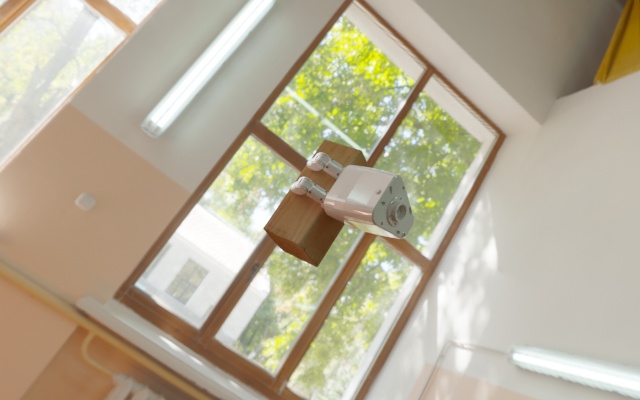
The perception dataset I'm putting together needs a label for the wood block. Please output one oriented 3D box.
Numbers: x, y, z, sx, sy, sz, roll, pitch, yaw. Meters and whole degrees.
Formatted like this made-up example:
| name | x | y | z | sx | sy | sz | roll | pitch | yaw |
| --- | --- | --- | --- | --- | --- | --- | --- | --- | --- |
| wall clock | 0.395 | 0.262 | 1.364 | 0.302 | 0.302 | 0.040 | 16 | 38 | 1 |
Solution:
| name | x | y | z | sx | sy | sz | roll | pitch | yaw |
| --- | --- | --- | --- | --- | --- | --- | --- | --- | --- |
| wood block | 0.001 | 0.003 | 0.871 | 0.090 | 0.206 | 0.091 | 21 | -22 | 33 |
